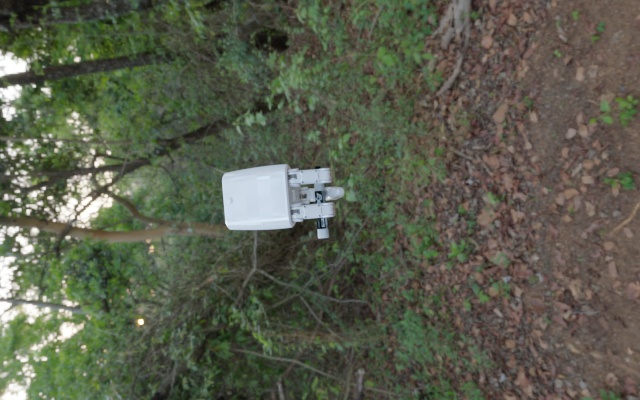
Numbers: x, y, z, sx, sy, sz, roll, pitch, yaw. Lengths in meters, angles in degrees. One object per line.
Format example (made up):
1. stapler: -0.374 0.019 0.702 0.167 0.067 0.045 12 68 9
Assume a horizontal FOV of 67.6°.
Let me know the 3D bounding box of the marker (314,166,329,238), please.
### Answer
1. marker: 0.000 0.003 0.803 0.020 0.121 0.020 -5 -2 0
